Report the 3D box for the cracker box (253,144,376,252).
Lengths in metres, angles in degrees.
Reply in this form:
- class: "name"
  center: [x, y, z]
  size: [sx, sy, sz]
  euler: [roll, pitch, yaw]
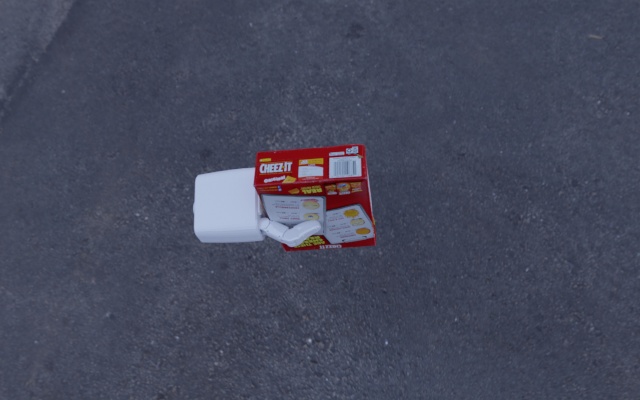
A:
- class: "cracker box"
  center: [0.000, 0.003, 0.767]
  size: [0.164, 0.072, 0.214]
  euler: [-4, -32, 8]
